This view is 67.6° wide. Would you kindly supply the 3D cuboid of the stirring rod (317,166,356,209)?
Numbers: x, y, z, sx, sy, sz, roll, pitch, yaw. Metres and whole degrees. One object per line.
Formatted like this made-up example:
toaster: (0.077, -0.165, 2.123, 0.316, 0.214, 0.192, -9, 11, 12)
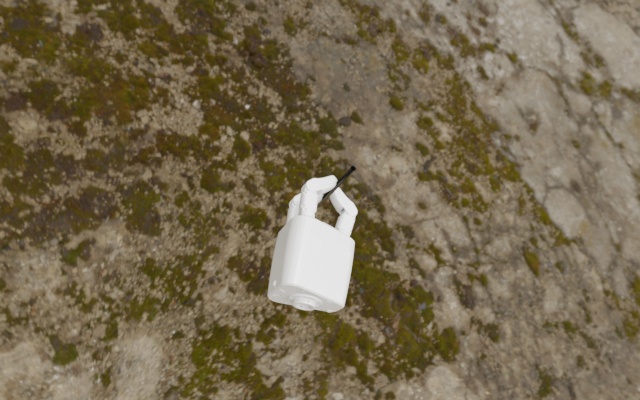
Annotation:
stirring rod: (0.000, 0.003, 0.793, 0.011, 0.011, 0.240, 0, -24, -26)
